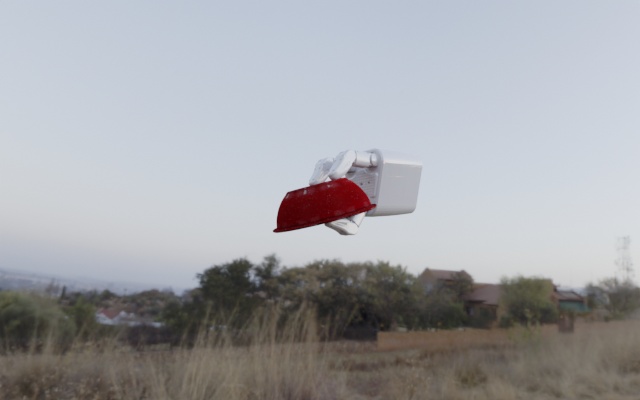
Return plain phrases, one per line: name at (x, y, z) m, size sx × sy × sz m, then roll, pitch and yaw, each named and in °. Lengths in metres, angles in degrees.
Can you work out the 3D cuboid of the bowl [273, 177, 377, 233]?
bowl at (-0.001, 0.002, 0.718) m, size 0.162 × 0.055 × 0.162 m, roll -14°, pitch 3°, yaw 1°
